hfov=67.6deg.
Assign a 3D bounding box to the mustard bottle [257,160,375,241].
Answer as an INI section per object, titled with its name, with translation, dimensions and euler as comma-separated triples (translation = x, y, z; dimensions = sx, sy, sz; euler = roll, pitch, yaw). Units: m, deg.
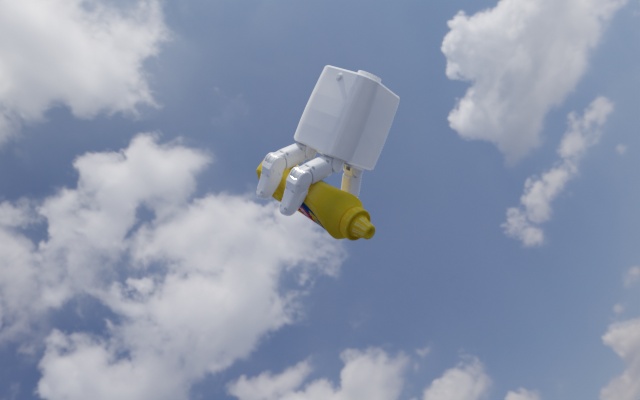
[mustard bottle]
translation = 0.000, 0.002, 0.625
dimensions = 0.191, 0.058, 0.096
euler = 31, -11, 44
